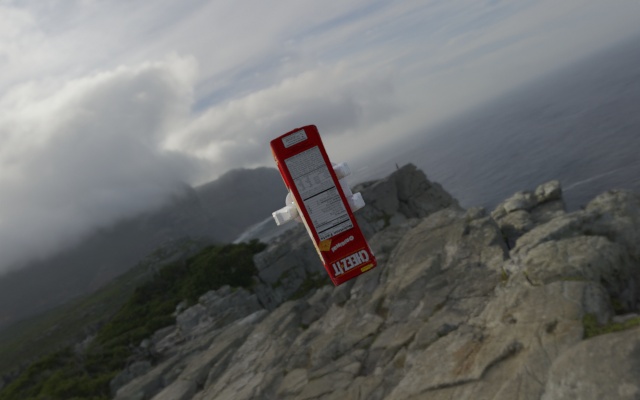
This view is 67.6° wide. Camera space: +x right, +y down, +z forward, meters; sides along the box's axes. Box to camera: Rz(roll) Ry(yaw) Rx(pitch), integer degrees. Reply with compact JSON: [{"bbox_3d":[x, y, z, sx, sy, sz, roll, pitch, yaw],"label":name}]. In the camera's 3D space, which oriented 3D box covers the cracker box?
[{"bbox_3d":[0.000,0.002,0.705,0.072,0.214,0.164,-25,4,-4],"label":"cracker box"}]
